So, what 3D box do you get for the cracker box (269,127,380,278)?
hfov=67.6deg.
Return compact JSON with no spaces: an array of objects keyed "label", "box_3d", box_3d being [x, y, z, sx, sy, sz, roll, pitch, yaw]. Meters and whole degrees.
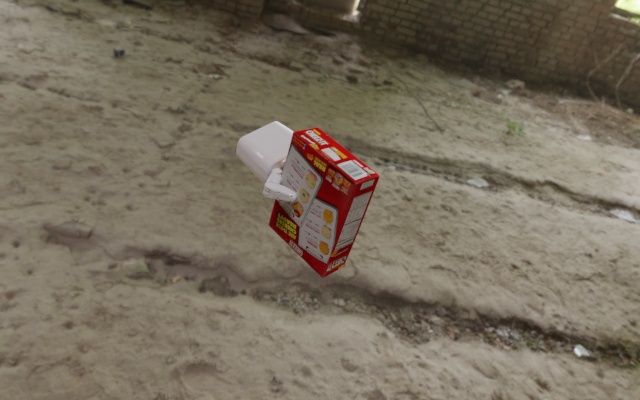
[{"label":"cracker box","box_3d":[0.000,0.003,0.858,0.072,0.214,0.164,-19,48,-41]}]
